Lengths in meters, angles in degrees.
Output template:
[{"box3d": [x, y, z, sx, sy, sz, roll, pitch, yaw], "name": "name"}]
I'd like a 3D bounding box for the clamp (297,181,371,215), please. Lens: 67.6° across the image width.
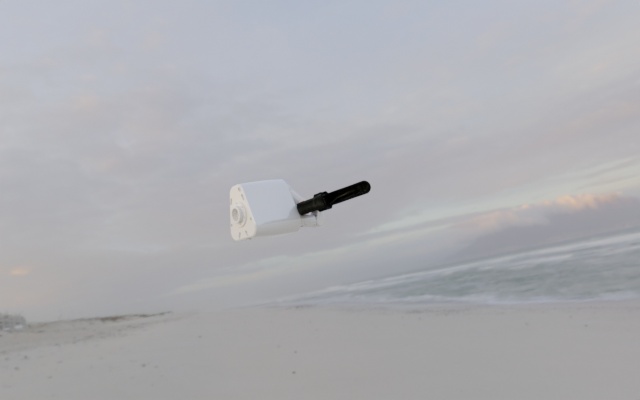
[{"box3d": [0.000, 0.002, 0.897, 0.120, 0.039, 0.171, -10, -8, -41], "name": "clamp"}]
